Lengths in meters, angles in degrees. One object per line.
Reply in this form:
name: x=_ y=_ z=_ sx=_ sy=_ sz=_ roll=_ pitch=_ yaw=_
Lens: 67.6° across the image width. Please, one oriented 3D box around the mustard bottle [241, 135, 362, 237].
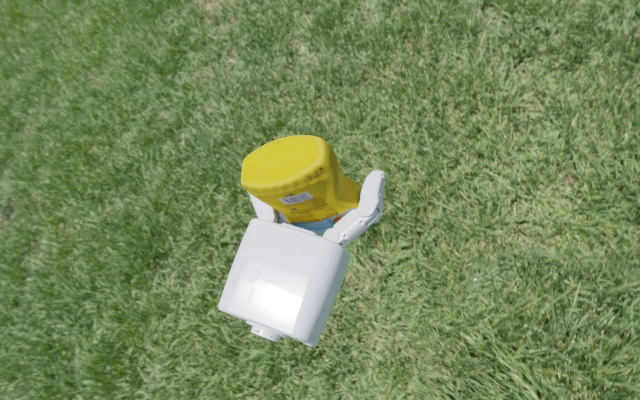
mustard bottle: x=0.000 y=0.001 z=0.540 sx=0.096 sy=0.058 sz=0.192 roll=-15 pitch=-32 yaw=21
